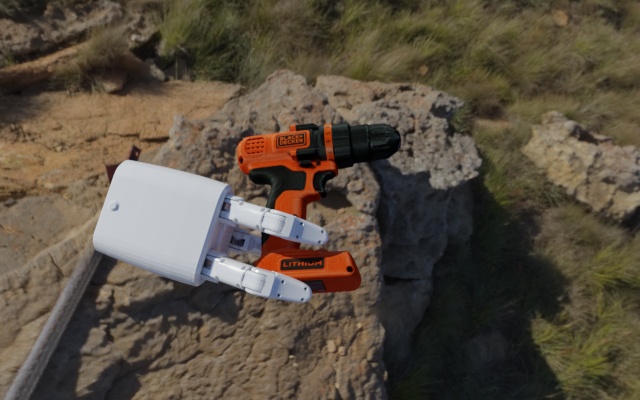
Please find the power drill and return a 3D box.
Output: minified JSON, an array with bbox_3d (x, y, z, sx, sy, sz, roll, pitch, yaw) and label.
[{"bbox_3d":[0.000,0.002,0.507,0.184,0.187,0.057,-6,-30,8],"label":"power drill"}]
